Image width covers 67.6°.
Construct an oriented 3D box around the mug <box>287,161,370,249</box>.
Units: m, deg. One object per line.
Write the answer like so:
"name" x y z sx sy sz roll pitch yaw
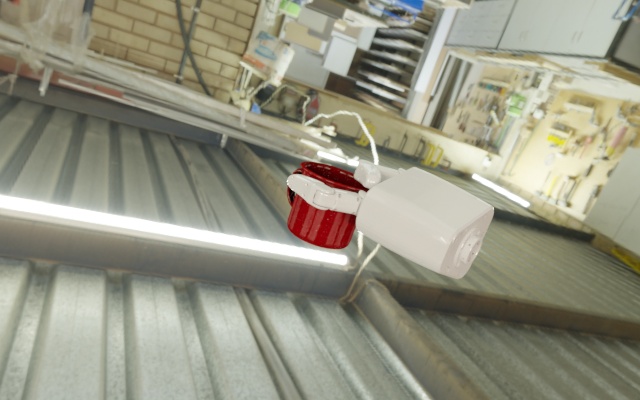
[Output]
"mug" -0.001 0.002 0.585 0.117 0.081 0.093 29 18 35
